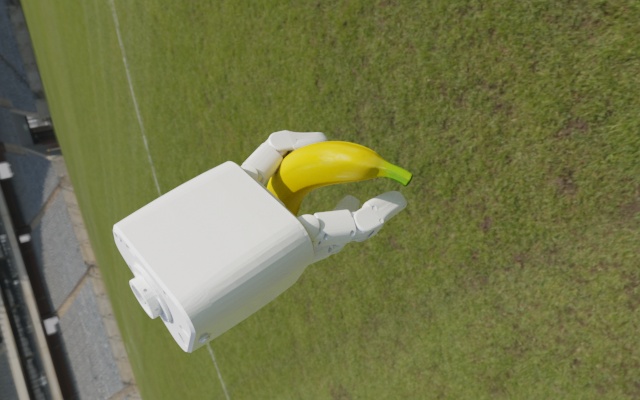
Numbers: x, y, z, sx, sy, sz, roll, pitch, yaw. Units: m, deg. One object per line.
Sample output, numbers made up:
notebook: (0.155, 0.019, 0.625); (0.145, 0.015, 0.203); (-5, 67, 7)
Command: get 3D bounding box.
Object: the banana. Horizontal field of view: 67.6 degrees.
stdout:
banana: (-0.010, -0.013, 0.428); (0.037, 0.069, 0.198); (-48, 16, -31)
